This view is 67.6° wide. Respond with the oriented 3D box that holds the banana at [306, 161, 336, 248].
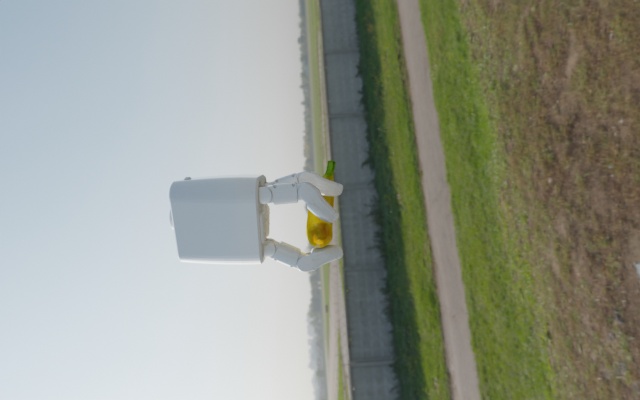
[{"bbox_3d":[0.000,0.016,0.655,0.037,0.070,0.197,2,31,2],"label":"banana"}]
